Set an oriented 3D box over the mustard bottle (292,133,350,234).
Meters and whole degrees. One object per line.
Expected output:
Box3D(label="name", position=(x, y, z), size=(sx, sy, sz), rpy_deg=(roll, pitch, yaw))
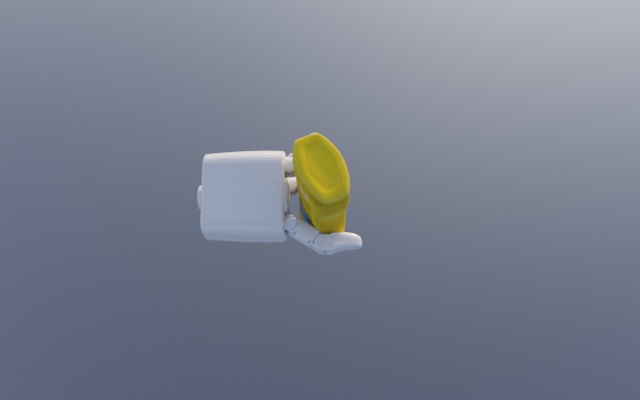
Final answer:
Box3D(label="mustard bottle", position=(0.000, 0.002, 0.625), size=(0.058, 0.096, 0.192), rpy_deg=(-23, -24, -11))
